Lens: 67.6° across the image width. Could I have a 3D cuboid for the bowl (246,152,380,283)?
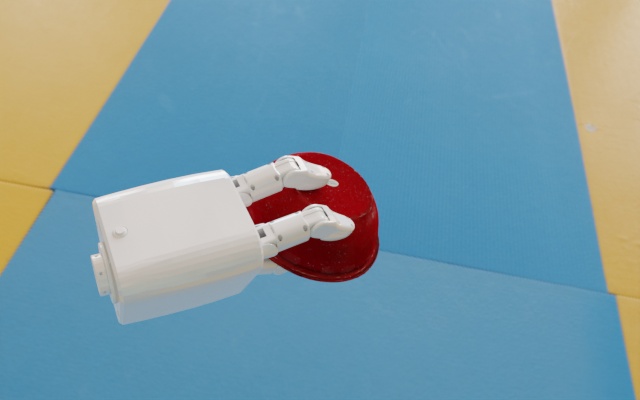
[{"bbox_3d":[0.001,0.001,0.486,0.162,0.162,0.055,0,-42,-33],"label":"bowl"}]
